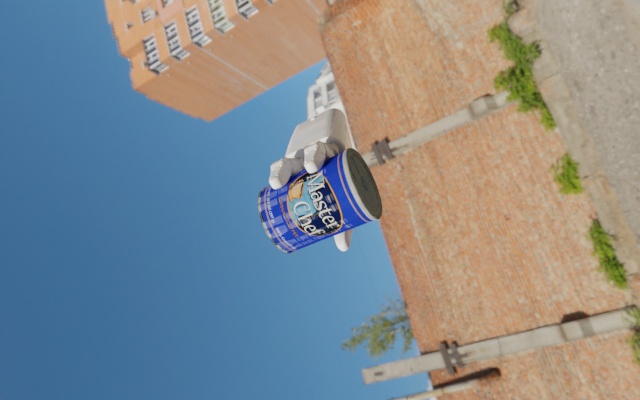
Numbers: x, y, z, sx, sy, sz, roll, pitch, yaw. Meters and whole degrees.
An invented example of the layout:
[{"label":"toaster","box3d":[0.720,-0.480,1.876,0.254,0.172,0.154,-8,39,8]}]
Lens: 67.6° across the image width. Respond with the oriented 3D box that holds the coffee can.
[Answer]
[{"label":"coffee can","box3d":[0.000,0.002,0.659,0.140,0.103,0.103,-23,-9,21]}]
